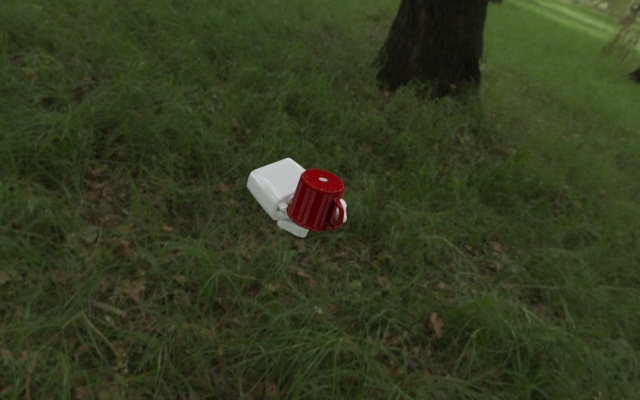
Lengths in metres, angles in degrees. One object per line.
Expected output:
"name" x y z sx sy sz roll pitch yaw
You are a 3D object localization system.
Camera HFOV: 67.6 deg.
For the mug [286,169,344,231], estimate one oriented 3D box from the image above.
"mug" 0.001 0.003 0.855 0.093 0.081 0.117 -9 40 -40
